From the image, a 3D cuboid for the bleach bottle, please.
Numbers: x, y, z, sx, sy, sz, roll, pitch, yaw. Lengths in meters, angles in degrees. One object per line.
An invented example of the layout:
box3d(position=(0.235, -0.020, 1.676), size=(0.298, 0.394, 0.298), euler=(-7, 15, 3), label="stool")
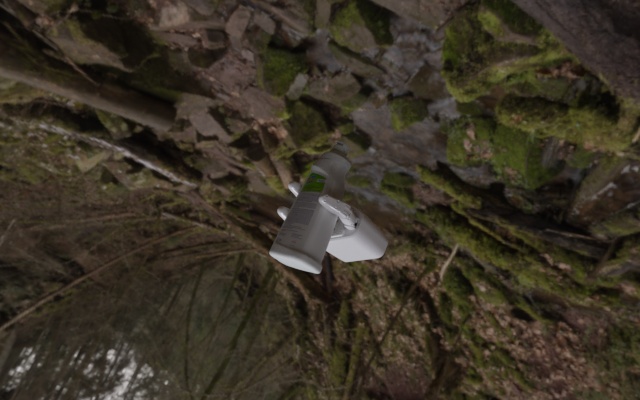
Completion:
box3d(position=(0.000, 0.003, 0.879), size=(0.102, 0.250, 0.068), euler=(7, -24, 43), label="bleach bottle")
